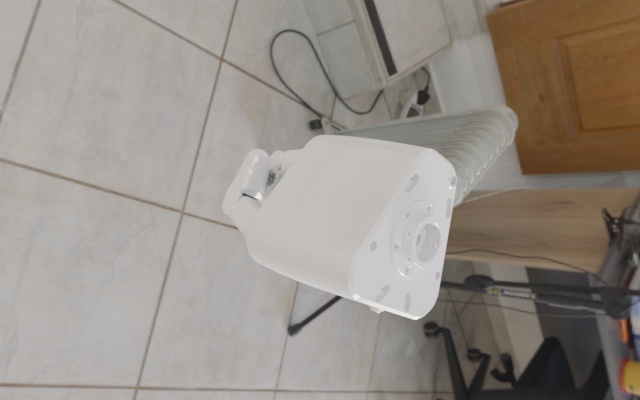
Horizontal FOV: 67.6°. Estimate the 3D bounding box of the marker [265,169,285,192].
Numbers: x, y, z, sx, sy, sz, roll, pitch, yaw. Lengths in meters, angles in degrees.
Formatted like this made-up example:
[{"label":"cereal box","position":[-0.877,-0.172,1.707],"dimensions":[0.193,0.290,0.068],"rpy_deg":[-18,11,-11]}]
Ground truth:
[{"label":"marker","position":[0.000,0.001,0.432],"dimensions":[0.020,0.020,0.121],"rpy_deg":[0,-19,46]}]
